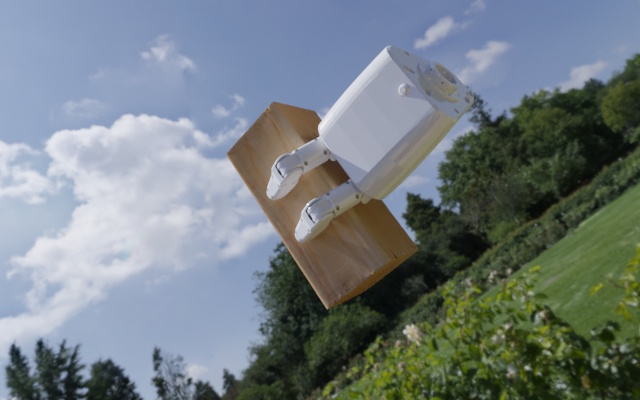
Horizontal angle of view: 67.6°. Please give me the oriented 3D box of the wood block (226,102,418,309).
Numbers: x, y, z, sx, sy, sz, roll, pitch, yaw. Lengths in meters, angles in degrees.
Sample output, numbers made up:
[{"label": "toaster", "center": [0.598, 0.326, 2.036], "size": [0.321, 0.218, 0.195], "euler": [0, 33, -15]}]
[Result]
[{"label": "wood block", "center": [0.000, 0.001, 0.527], "size": [0.090, 0.206, 0.091], "euler": [-43, -19, 25]}]
